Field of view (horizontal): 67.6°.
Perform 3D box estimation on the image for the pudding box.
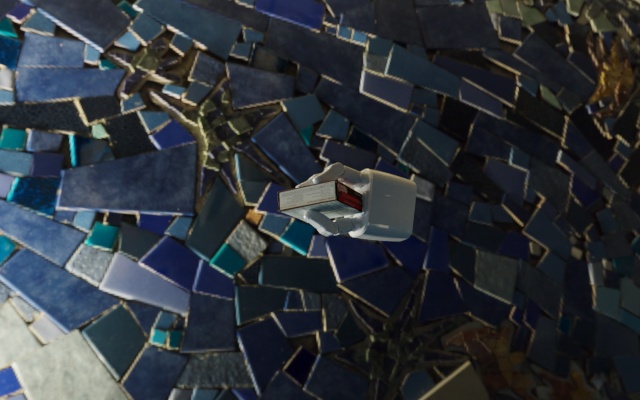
[{"bbox_3d":[0.000,0.003,0.781,0.113,0.039,0.090,-13,-21,28],"label":"pudding box"}]
